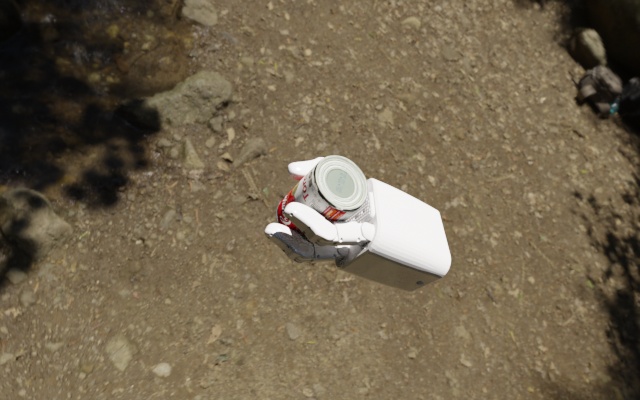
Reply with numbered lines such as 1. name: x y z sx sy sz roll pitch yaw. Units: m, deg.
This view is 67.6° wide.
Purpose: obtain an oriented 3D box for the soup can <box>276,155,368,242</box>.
1. soup can: 0.000 0.001 0.544 0.068 0.068 0.102 0 -25 -31
